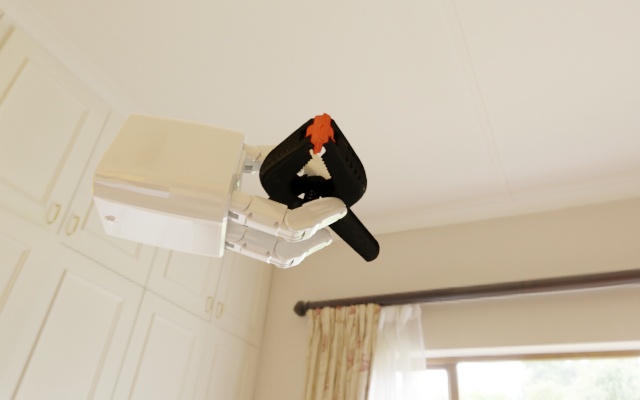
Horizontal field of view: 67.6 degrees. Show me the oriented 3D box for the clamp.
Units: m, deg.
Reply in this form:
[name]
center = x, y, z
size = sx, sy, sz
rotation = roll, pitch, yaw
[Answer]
[clamp]
center = 0.000, 0.000, 0.449
size = 0.164, 0.036, 0.210
rotation = 11, -33, -8
